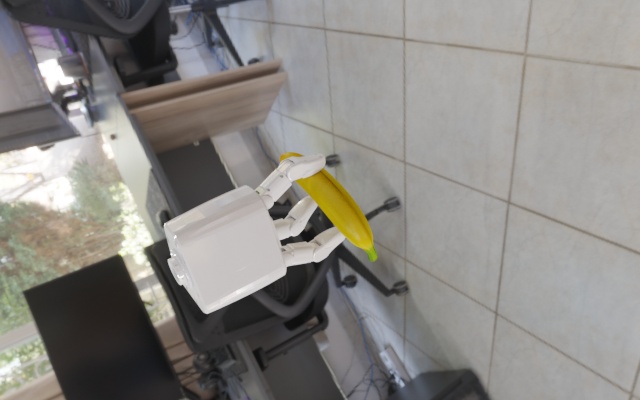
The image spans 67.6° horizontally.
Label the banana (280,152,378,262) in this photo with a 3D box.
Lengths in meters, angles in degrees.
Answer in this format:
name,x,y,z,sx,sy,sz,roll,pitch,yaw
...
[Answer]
name,x,y,z,sx,sy,sz,roll,pitch,yaw
banana,0.004,-0.006,0.606,0.037,0.197,0.070,-29,-25,-23
